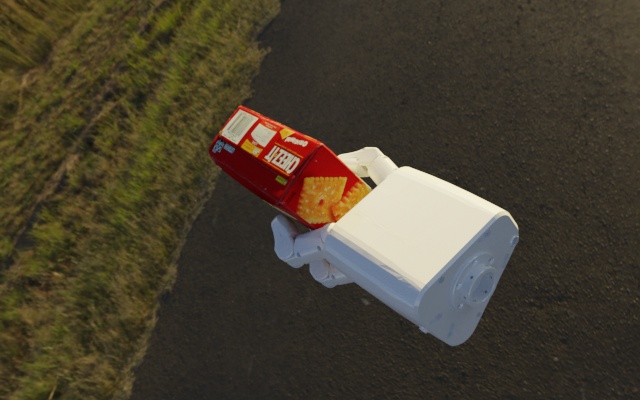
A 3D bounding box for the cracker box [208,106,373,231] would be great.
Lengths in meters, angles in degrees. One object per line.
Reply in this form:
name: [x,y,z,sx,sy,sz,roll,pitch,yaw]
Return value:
cracker box: [0.000,0.001,0.517,0.214,0.072,0.164,40,-6,-41]
